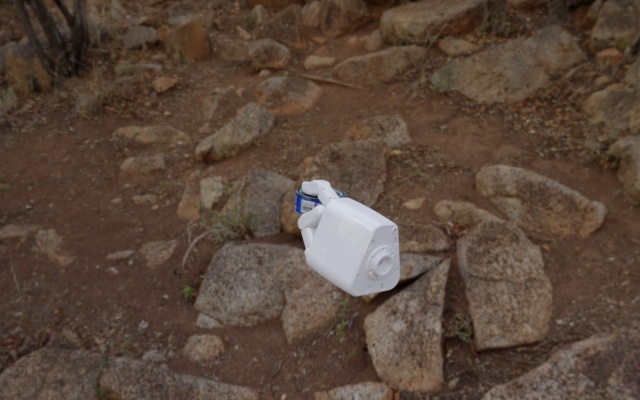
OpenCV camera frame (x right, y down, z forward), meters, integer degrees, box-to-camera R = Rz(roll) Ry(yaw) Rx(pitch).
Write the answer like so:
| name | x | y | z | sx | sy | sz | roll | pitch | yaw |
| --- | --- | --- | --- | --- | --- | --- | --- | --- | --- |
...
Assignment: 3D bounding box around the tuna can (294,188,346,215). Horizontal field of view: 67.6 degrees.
| name | x | y | z | sx | sy | sz | roll | pitch | yaw |
| --- | --- | --- | --- | --- | --- | --- | --- | --- | --- |
| tuna can | 0.000 | 0.002 | 0.796 | 0.086 | 0.034 | 0.086 | 4 | 15 | -1 |
